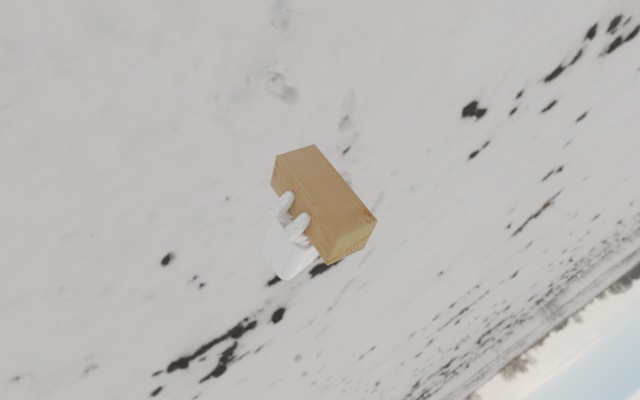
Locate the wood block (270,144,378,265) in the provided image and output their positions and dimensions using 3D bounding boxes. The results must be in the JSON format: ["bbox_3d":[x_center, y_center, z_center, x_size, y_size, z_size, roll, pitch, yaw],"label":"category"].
[{"bbox_3d":[0.000,0.003,0.887,0.091,0.206,0.090,-21,-32,-30],"label":"wood block"}]
